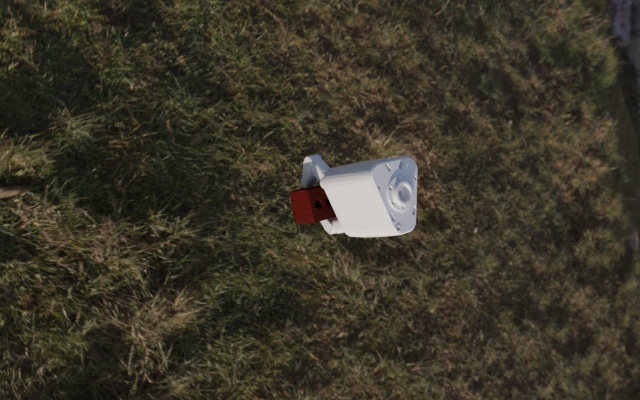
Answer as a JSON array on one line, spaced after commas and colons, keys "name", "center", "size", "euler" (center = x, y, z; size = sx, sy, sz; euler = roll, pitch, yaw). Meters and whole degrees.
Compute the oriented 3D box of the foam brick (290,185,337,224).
[{"name": "foam brick", "center": [0.000, 0.003, 0.747], "size": [0.078, 0.053, 0.051], "euler": [-15, 6, -36]}]
